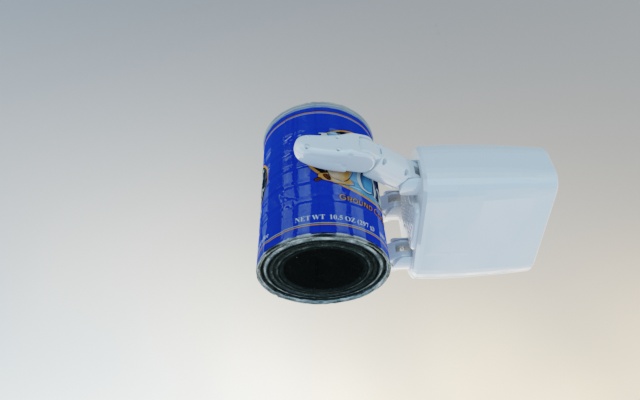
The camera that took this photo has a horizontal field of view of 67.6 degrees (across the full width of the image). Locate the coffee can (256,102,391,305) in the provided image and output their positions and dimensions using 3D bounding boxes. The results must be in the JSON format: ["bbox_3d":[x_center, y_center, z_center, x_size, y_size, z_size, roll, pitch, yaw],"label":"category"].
[{"bbox_3d":[0.000,0.001,0.404,0.103,0.140,0.103,-1,-38,-1],"label":"coffee can"}]
